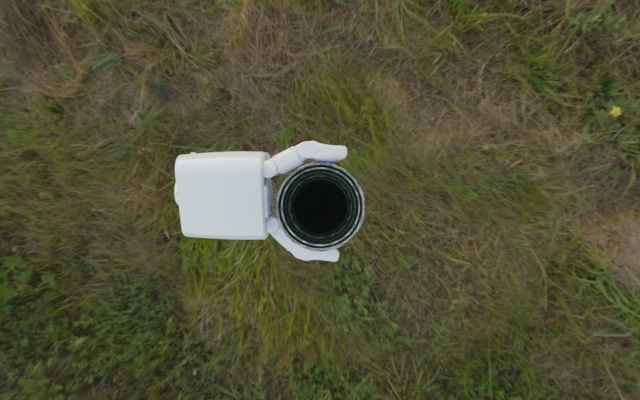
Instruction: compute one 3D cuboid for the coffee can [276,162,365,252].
[{"bbox_3d":[0.000,0.002,0.612,0.103,0.103,0.140,0,5,0],"label":"coffee can"}]
